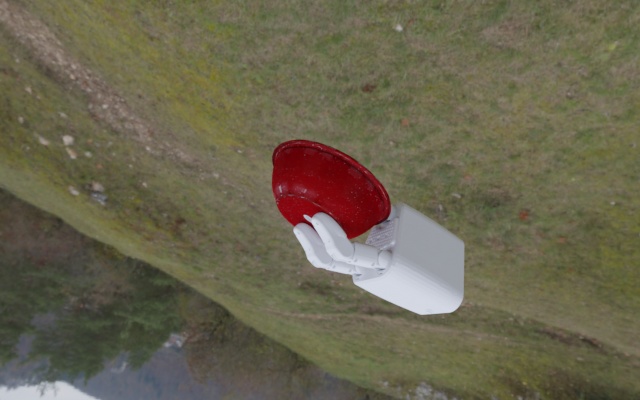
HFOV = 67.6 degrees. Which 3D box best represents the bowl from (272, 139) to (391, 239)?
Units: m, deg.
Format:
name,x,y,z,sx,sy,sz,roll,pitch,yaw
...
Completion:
name,x,y,z,sx,sy,sz,roll,pitch,yaw
bowl,-0.001,0.002,0.573,0.162,0.055,0.162,24,-27,13
